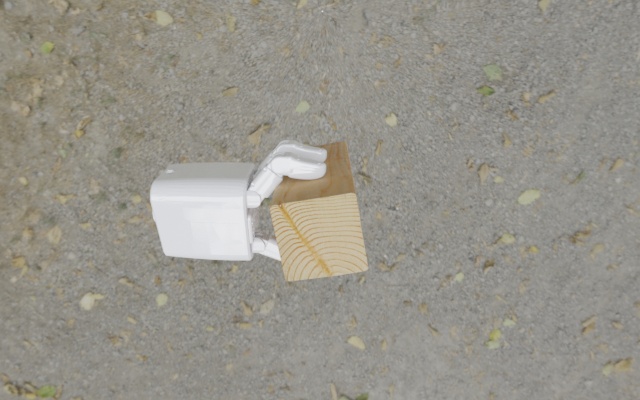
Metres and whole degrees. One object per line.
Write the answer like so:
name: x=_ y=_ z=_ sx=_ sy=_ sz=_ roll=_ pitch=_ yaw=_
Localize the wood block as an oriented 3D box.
wood block: x=0.000 y=0.002 z=0.578 sx=0.090 sy=0.091 sz=0.206 roll=-9 pitch=21 yaw=4
